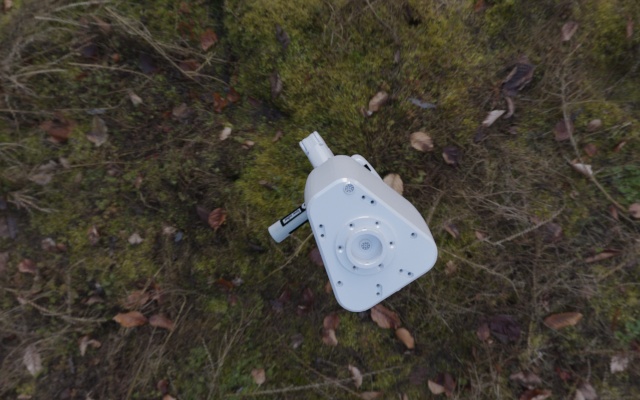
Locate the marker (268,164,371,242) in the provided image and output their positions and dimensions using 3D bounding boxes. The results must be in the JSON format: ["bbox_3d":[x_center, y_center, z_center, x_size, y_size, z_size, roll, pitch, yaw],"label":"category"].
[{"bbox_3d":[0.000,0.002,0.487,0.121,0.020,0.020,-35,-6,8],"label":"marker"}]
